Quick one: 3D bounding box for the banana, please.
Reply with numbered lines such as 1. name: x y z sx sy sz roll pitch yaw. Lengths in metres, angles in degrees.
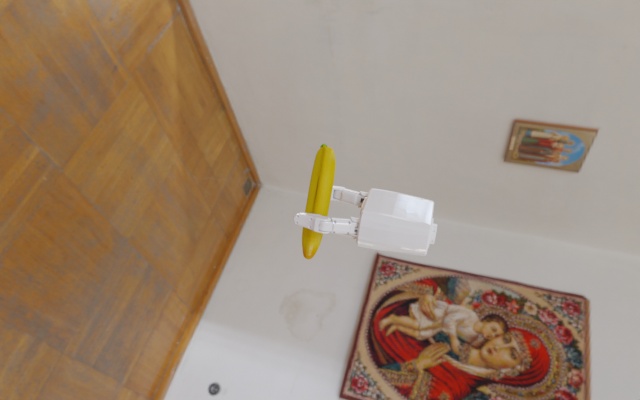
1. banana: -0.001 -0.005 0.764 0.037 0.197 0.070 9 -11 6
